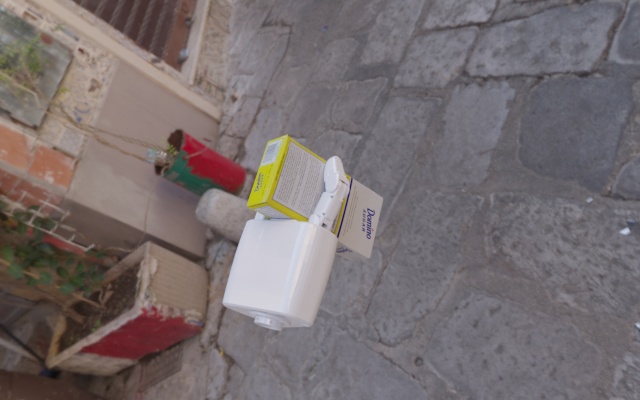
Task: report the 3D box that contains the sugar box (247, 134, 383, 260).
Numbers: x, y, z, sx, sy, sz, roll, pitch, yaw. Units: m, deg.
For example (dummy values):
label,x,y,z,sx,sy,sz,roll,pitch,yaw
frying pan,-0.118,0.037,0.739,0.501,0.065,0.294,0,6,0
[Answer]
label,x,y,z,sx,sy,sz,roll,pitch,yaw
sugar box,0.000,0.002,0.602,0.176,0.093,0.048,33,-28,-35
